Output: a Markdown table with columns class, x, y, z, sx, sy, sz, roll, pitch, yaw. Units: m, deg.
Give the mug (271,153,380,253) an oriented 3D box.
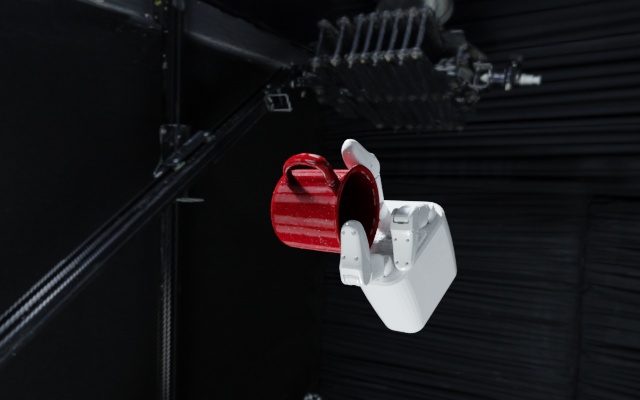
| class | x | y | z | sx | sy | sz | roll | pitch | yaw |
| --- | --- | --- | --- | --- | --- | --- | --- | --- | --- |
| mug | -0.001 | 0.001 | 0.476 | 0.081 | 0.093 | 0.117 | 3 | -41 | 32 |
